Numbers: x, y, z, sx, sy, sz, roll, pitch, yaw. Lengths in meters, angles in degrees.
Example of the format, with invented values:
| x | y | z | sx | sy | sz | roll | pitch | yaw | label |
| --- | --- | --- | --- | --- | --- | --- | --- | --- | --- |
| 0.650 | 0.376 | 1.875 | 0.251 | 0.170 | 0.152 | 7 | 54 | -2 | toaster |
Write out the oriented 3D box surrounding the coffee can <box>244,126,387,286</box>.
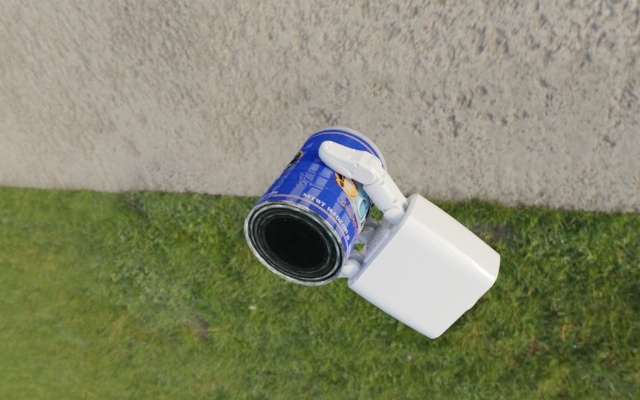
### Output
| x | y | z | sx | sy | sz | roll | pitch | yaw | label |
| --- | --- | --- | --- | --- | --- | --- | --- | --- | --- |
| 0.000 | 0.001 | 0.491 | 0.103 | 0.103 | 0.140 | 0 | 36 | 27 | coffee can |
